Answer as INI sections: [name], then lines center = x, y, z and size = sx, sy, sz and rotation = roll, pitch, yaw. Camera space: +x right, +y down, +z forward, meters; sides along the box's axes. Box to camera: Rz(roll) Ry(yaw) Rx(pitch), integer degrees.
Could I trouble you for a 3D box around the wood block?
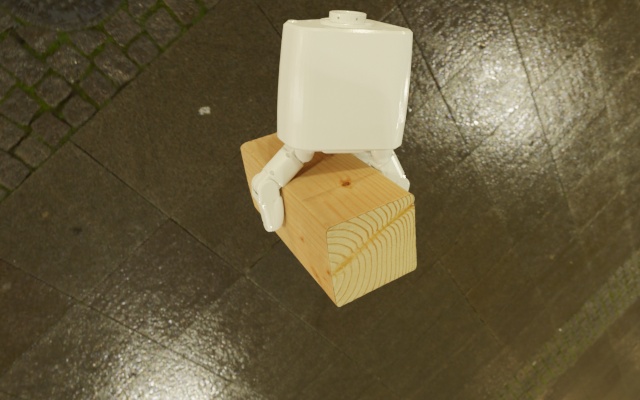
[wood block]
center = 0.000, 0.001, 0.501
size = 0.091, 0.090, 0.206
rotation = -22, 34, -19
